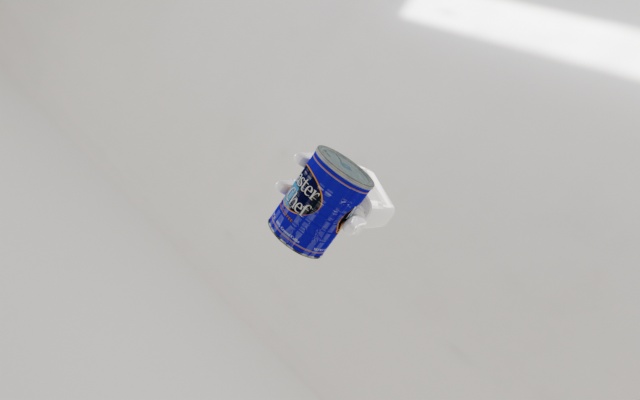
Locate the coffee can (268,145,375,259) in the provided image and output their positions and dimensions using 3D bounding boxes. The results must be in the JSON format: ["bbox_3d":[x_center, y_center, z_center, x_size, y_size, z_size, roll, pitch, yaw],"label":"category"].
[{"bbox_3d":[0.000,0.002,0.723,0.103,0.140,0.102,32,18,-11],"label":"coffee can"}]
